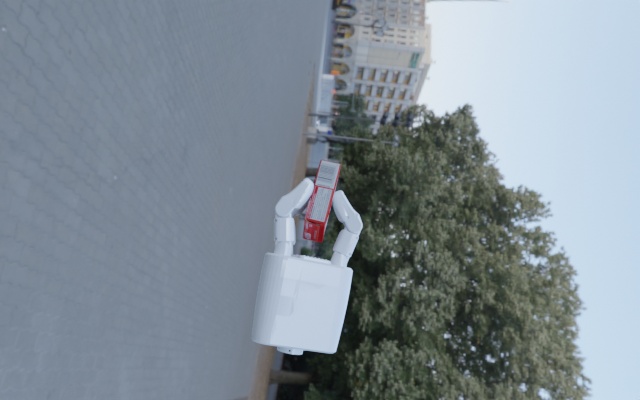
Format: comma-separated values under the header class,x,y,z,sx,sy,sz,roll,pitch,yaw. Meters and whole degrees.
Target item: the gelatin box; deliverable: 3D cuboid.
class,x,y,z,sx,sy,sz,roll,pitch,yaw
gelatin box,0.001,0.002,0.628,0.030,0.089,0.073,14,-22,2
